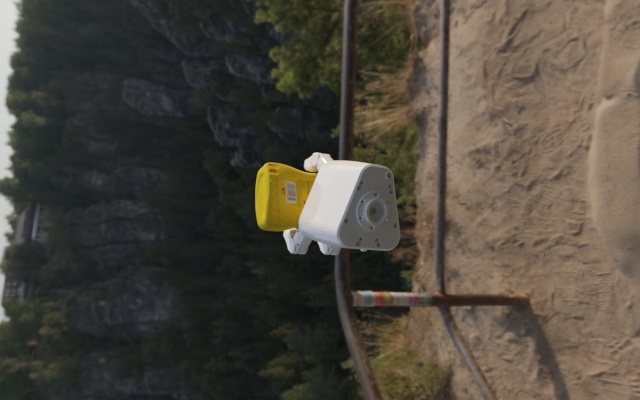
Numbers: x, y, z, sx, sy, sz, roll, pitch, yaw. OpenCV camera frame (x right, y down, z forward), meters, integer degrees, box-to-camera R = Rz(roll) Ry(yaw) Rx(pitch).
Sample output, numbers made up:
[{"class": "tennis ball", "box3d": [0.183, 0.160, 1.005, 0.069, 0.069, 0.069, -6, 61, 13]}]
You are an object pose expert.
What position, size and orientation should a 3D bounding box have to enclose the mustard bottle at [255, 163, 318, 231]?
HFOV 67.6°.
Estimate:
[{"class": "mustard bottle", "box3d": [0.000, 0.002, 0.721, 0.191, 0.096, 0.058, 6, -22, -27]}]
